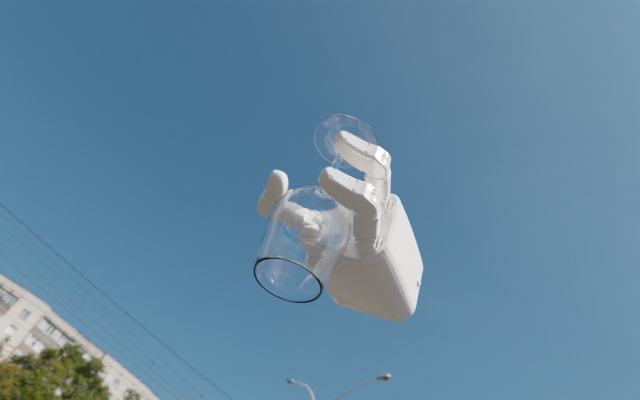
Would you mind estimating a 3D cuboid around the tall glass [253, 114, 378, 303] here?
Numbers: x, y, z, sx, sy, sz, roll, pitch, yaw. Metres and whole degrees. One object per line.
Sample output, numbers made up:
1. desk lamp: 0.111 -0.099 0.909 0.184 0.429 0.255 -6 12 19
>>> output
1. tall glass: 0.000 0.001 0.471 0.079 0.079 0.201 0 42 23
